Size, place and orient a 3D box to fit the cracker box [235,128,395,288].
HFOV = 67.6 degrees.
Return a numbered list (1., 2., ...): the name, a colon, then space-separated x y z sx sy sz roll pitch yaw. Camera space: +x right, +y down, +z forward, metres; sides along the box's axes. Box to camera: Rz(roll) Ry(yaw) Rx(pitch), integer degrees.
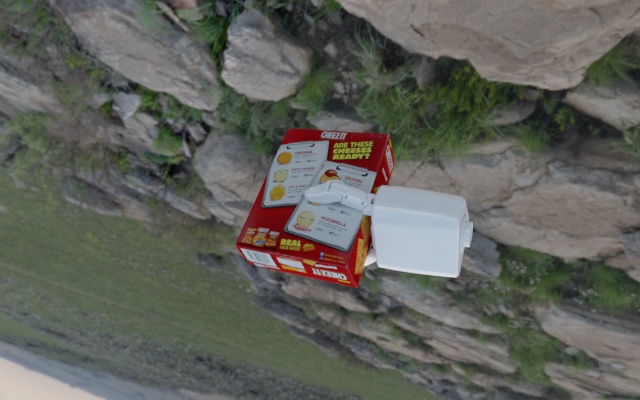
1. cracker box: 0.000 0.002 0.677 0.164 0.213 0.072 8 -32 22
